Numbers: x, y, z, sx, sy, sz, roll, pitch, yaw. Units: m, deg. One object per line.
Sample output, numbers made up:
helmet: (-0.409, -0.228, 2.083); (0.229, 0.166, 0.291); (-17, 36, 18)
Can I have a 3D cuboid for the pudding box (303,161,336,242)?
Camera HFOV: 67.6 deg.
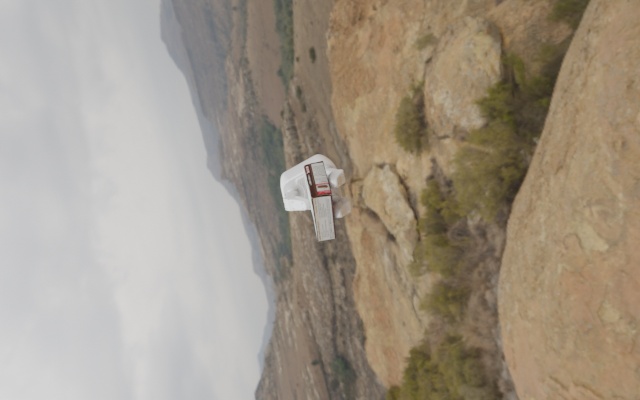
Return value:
pudding box: (0.000, 0.003, 0.836); (0.039, 0.114, 0.090); (-12, 44, -3)
